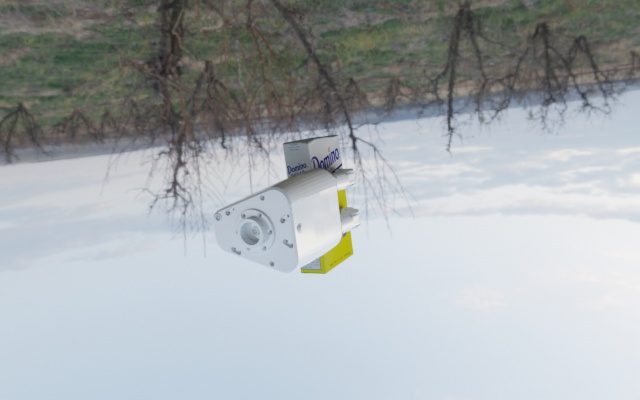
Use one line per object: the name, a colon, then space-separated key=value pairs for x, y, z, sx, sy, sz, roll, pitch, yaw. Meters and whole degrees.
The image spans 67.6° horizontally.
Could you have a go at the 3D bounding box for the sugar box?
sugar box: x=0.001 y=0.002 z=0.654 sx=0.048 sy=0.176 sz=0.093 roll=0 pitch=12 yaw=29
